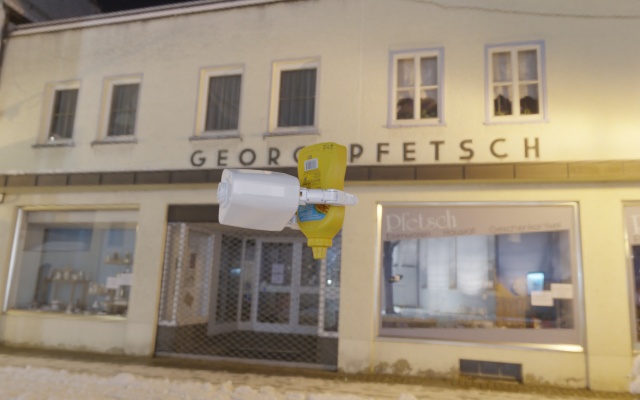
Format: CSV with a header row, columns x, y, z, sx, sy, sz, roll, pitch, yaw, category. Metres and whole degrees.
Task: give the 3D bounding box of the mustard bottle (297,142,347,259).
x,y,z,sx,sy,sz,roll,pitch,yaw,category
0.000,0.002,0.810,0.096,0.191,0.058,-8,-14,44,mustard bottle
